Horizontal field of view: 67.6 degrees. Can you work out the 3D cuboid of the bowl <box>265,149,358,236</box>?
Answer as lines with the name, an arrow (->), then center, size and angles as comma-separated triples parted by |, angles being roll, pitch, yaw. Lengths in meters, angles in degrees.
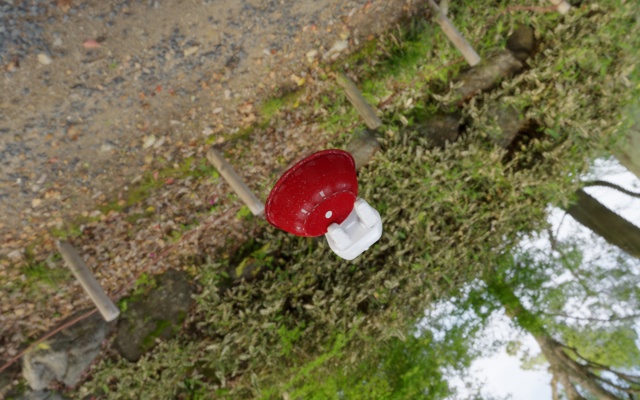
bowl -> 0.000, 0.002, 0.709 | 0.162, 0.162, 0.055 | 0, 42, -46
